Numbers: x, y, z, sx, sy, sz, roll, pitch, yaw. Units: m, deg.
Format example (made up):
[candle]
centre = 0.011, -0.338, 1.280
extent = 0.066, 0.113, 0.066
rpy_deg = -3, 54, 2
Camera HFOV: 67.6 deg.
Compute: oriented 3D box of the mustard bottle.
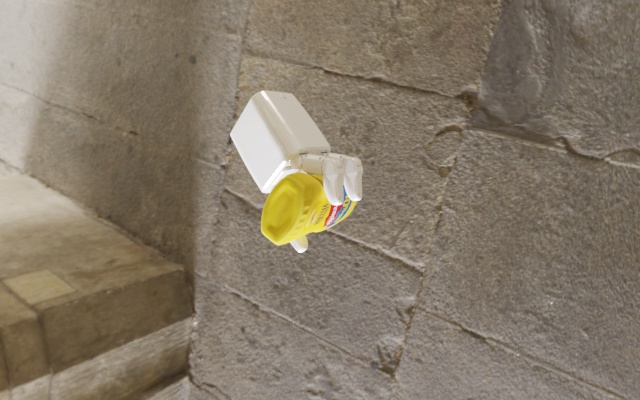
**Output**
[mustard bottle]
centre = 0.000, 0.002, 0.681
extent = 0.058, 0.096, 0.191
rpy_deg = 34, 23, 24
